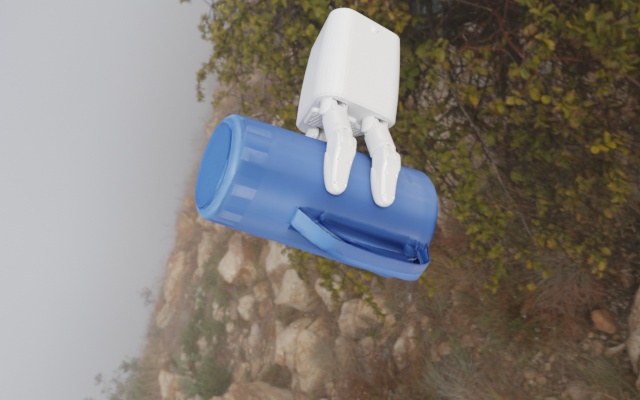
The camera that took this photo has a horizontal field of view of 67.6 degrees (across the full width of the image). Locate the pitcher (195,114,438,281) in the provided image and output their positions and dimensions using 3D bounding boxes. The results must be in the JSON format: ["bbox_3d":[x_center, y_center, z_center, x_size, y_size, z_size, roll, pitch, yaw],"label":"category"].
[{"bbox_3d":[0.000,0.001,0.509,0.243,0.145,0.149,17,-19,-28],"label":"pitcher"}]
